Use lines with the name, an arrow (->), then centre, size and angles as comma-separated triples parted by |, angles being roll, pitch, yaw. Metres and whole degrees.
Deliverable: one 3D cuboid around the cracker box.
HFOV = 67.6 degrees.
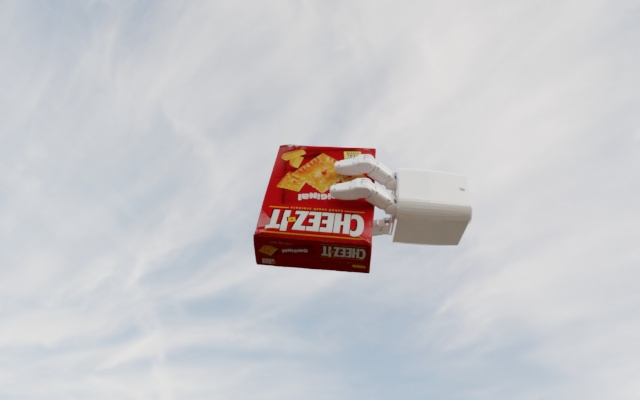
cracker box -> 0.000, 0.002, 0.729 | 0.164, 0.072, 0.213 | 3, 42, 6
